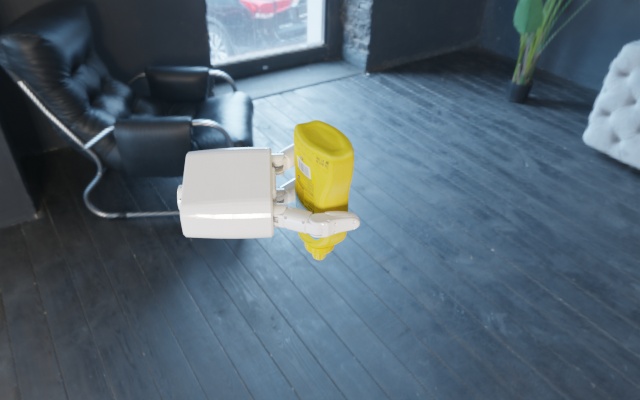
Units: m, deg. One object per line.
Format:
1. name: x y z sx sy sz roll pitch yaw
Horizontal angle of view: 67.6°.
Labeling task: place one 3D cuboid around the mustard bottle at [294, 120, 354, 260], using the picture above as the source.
1. mustard bottle: 0.000 0.002 0.611 0.058 0.192 0.096 -18 41 -25
